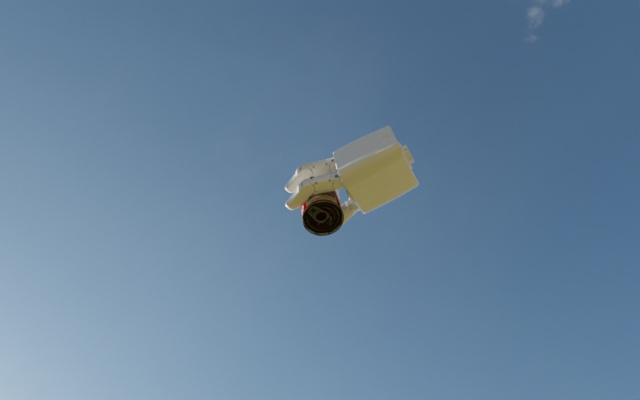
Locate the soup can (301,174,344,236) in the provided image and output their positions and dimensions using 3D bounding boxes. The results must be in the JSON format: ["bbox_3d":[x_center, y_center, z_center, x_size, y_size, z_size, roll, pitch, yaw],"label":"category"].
[{"bbox_3d":[0.000,0.003,0.809,0.068,0.068,0.102,0,33,-6],"label":"soup can"}]
